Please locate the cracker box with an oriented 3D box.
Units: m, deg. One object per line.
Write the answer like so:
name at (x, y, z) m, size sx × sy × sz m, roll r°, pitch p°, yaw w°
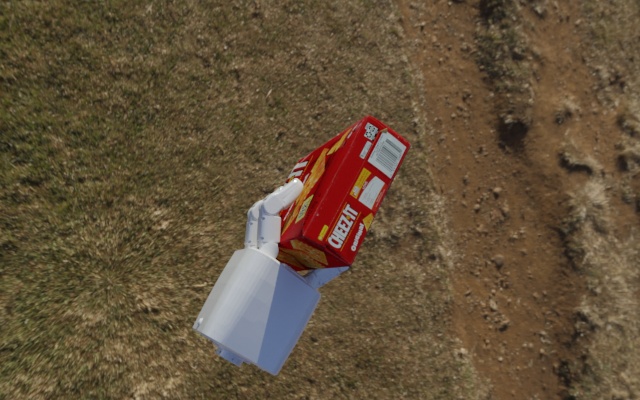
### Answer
cracker box at (0.000, 0.002, 0.600) m, size 0.072 × 0.164 × 0.214 m, roll 34°, pitch -21°, yaw -15°
